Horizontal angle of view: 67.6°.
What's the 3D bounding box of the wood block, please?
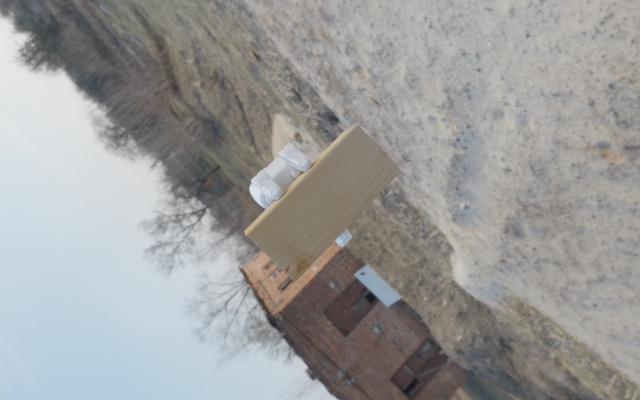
[{"bbox_3d":[0.000,0.002,0.664,0.091,0.206,0.090,45,-8,-7],"label":"wood block"}]
